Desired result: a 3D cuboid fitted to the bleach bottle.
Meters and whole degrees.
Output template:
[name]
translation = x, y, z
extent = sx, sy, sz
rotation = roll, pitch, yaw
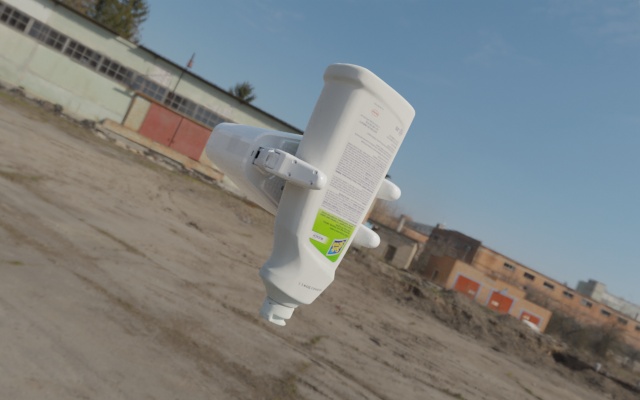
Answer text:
[bleach bottle]
translation = 0.000, 0.002, 0.472
extent = 0.102, 0.251, 0.068
rotation = 27, -2, -39
